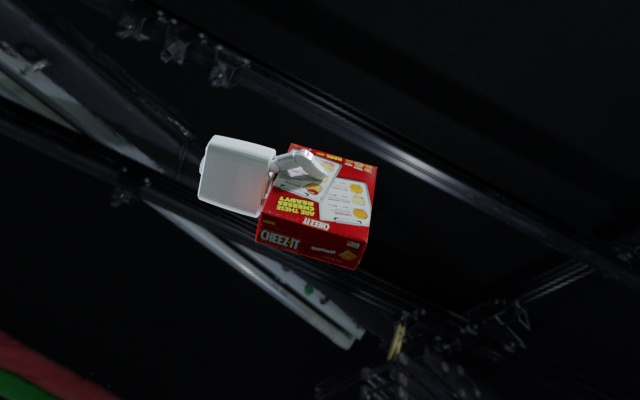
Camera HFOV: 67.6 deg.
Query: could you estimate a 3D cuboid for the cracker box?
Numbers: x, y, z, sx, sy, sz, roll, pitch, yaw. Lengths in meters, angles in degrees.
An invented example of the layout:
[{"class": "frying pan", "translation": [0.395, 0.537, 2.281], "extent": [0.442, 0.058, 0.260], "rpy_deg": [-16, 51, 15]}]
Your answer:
[{"class": "cracker box", "translation": [0.000, 0.002, 0.792], "extent": [0.164, 0.072, 0.213], "rpy_deg": [16, 37, 0]}]
